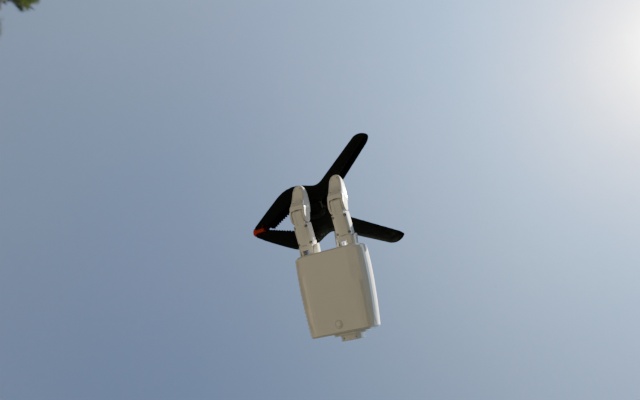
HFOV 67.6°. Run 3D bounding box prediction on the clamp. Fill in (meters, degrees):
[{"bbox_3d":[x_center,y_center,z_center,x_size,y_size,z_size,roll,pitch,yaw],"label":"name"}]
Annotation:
[{"bbox_3d":[0.000,0.003,0.676,0.210,0.164,0.036,-16,-21,17],"label":"clamp"}]
